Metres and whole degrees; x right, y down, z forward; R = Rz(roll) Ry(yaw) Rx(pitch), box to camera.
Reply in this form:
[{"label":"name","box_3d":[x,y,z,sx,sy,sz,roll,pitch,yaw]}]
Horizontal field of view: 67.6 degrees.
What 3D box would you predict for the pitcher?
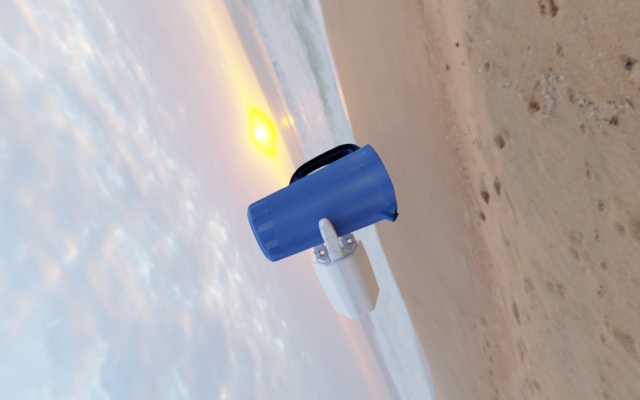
[{"label":"pitcher","box_3d":[0.000,0.003,0.824,0.243,0.145,0.149,-24,9,-1]}]
